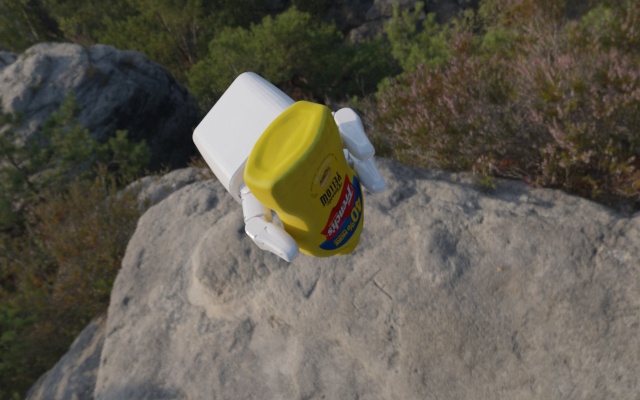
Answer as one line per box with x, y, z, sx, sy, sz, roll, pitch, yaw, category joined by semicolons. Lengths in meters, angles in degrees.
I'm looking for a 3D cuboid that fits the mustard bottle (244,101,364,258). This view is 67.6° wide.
0.000;0.002;0.468;0.058;0.096;0.192;18;-25;31;mustard bottle
